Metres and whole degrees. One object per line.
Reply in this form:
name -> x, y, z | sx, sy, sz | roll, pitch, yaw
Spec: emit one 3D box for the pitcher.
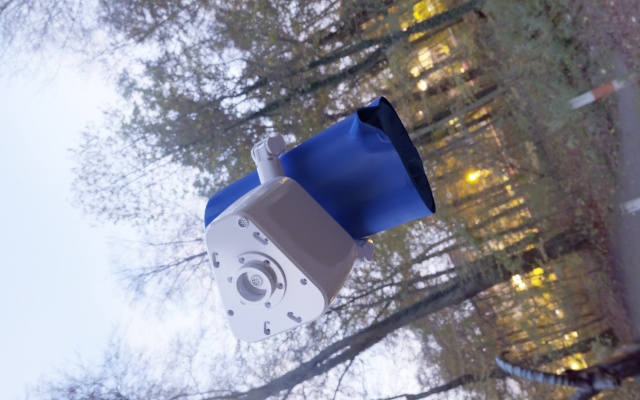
pitcher -> 0.000, 0.002, 0.541 | 0.243, 0.149, 0.145 | -24, 8, 20
